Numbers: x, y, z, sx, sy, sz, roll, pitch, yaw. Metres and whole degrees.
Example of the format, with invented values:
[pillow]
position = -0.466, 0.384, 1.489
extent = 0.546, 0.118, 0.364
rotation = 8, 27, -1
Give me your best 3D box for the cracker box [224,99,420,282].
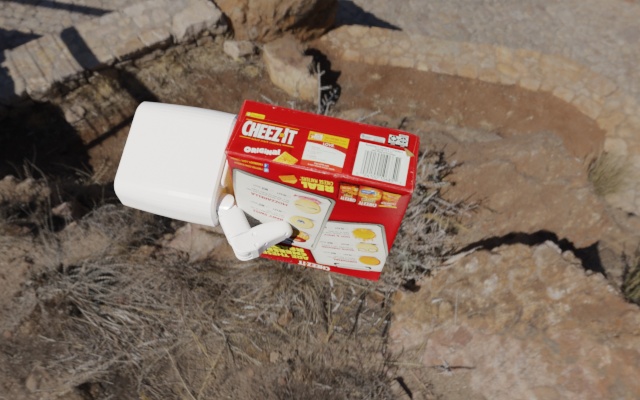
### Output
[cracker box]
position = 0.000, 0.002, 0.500
extent = 0.164, 0.072, 0.214
rotation = 12, -29, 4
